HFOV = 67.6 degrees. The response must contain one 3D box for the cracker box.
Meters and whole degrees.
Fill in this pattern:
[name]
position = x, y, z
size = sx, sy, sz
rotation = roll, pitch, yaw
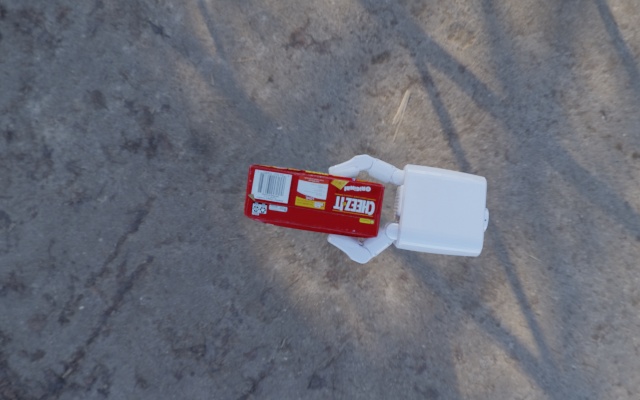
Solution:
[cracker box]
position = 0.000, 0.002, 0.661
size = 0.164, 0.072, 0.213
rotation = 8, 0, 5
